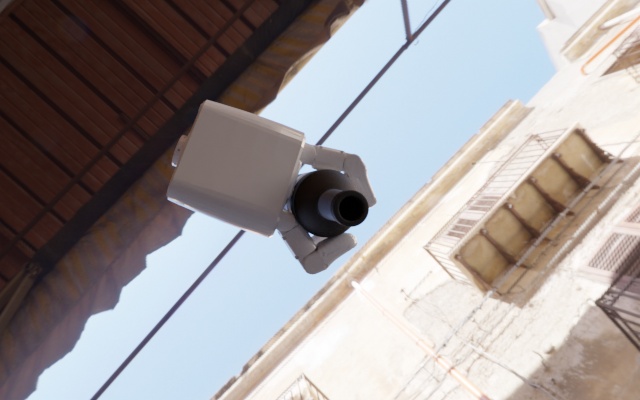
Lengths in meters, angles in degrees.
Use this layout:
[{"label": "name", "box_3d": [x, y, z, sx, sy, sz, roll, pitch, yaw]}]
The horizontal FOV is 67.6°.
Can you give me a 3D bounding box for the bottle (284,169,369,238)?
[{"label": "bottle", "box_3d": [0.000, 0.002, 0.497, 0.069, 0.069, 0.295, 0, 2, -9]}]
